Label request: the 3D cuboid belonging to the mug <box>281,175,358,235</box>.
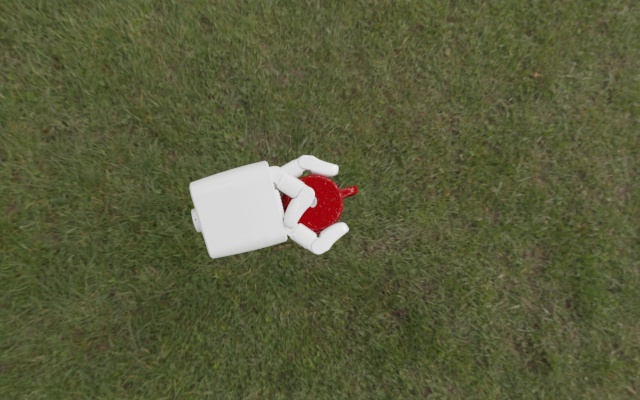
[{"bbox_3d":[0.002,0.002,0.708,0.117,0.093,0.081,-16,-1,-6],"label":"mug"}]
